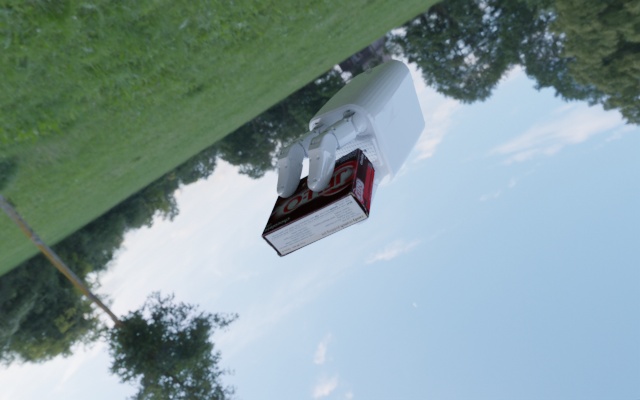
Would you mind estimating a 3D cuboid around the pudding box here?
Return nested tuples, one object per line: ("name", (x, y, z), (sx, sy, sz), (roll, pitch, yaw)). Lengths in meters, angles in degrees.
("pudding box", (0.000, 0.002, 0.501), (0.113, 0.039, 0.090), (-29, 23, 26))
